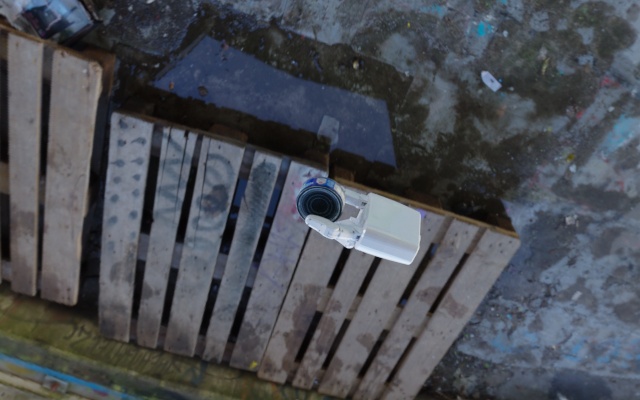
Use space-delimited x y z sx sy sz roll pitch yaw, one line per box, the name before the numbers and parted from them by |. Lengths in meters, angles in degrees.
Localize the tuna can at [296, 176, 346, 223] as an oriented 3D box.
tuna can | 0.000 0.003 0.843 0.086 0.086 0.033 0 30 10
